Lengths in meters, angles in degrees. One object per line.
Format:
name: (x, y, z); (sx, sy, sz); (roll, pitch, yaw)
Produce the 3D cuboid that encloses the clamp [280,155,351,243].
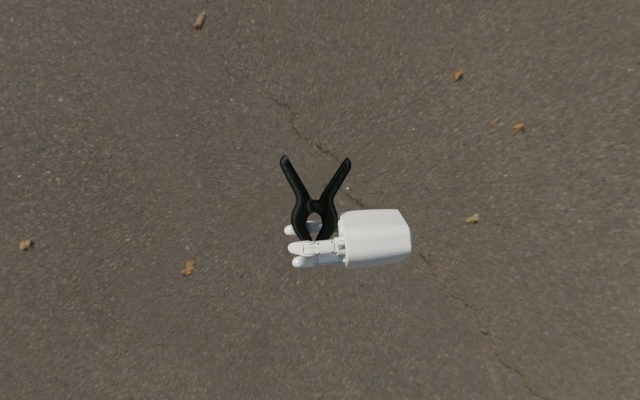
clamp: (0.000, 0.003, 0.802); (0.120, 0.171, 0.039); (-7, 2, -4)
